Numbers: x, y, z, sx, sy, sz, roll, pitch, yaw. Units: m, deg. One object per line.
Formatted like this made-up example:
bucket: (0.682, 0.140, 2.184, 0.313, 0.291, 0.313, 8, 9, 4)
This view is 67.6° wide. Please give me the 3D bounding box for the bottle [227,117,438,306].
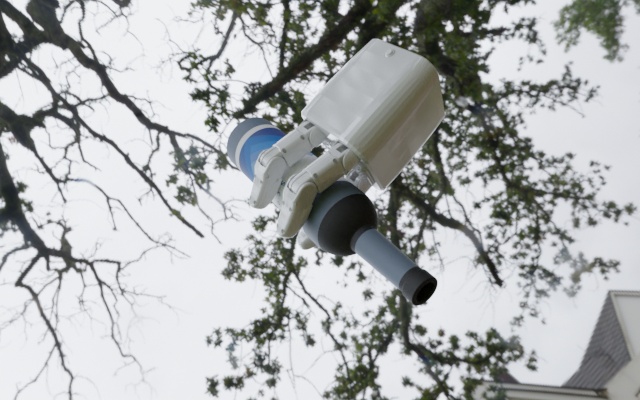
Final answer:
bottle: (0.000, 0.001, 0.473, 0.069, 0.069, 0.295, 0, 29, -40)
